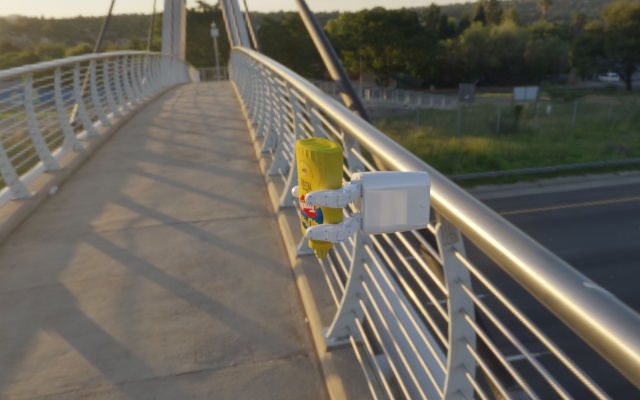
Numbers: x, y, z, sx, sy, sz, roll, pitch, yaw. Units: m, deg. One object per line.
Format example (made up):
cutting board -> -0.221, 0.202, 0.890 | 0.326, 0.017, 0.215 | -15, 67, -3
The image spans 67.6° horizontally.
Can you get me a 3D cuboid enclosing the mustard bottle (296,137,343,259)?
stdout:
mustard bottle -> 0.000, 0.002, 0.751 | 0.058, 0.192, 0.096 | -14, 24, -28
